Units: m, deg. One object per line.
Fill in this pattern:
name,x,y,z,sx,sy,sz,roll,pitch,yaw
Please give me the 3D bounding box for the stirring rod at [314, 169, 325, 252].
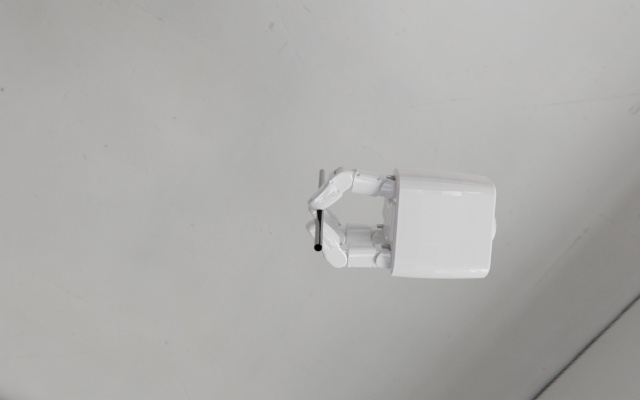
stirring rod,0.000,0.002,0.553,0.011,0.011,0.239,0,20,1
